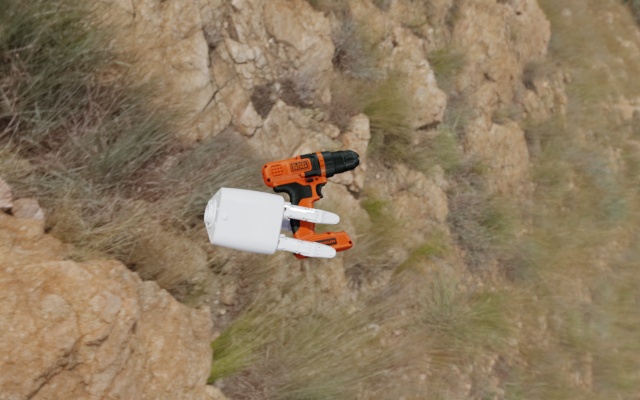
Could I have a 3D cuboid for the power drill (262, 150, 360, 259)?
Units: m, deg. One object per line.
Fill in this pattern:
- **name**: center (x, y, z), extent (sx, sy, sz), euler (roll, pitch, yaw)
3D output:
- **power drill**: center (0.000, 0.003, 0.864), extent (0.184, 0.187, 0.057), euler (-12, -14, -10)
